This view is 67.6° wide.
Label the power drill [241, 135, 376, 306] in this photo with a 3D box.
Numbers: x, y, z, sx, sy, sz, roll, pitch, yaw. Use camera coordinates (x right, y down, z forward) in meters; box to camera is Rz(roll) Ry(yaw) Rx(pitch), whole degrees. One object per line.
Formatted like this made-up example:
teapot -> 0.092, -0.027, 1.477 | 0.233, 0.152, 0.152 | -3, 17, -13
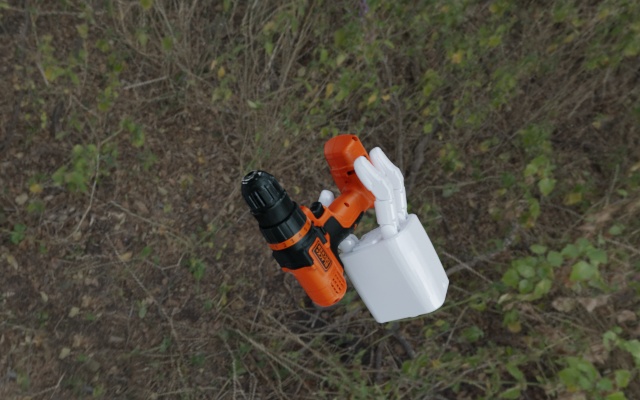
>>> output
power drill -> 0.000, 0.002, 0.571 | 0.057, 0.184, 0.187 | -6, 35, 40
